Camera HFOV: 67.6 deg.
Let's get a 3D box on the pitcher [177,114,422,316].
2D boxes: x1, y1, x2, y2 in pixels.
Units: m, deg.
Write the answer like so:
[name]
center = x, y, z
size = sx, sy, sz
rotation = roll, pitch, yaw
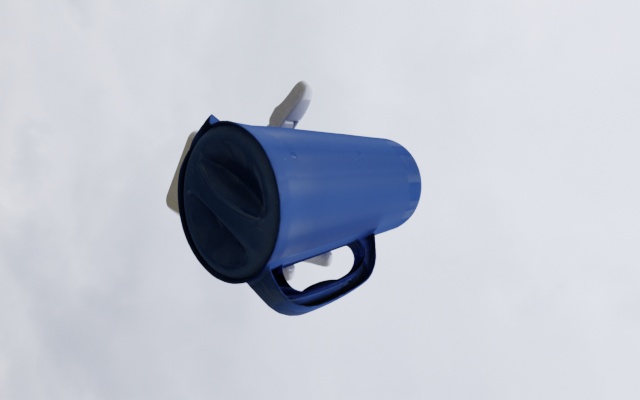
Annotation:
[pitcher]
center = 0.000, 0.001, 0.469
size = 0.145, 0.149, 0.243
rotation = 20, 18, 39
